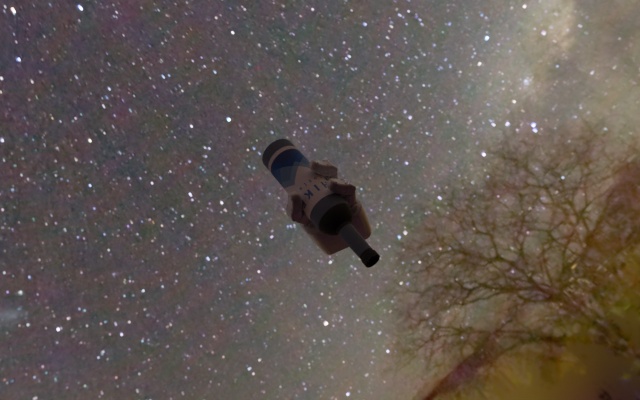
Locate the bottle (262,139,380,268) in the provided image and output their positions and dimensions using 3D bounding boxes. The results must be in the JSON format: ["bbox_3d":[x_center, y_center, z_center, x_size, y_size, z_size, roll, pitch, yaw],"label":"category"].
[{"bbox_3d":[0.000,0.002,0.814,0.069,0.069,0.295,0,38,-44],"label":"bottle"}]
